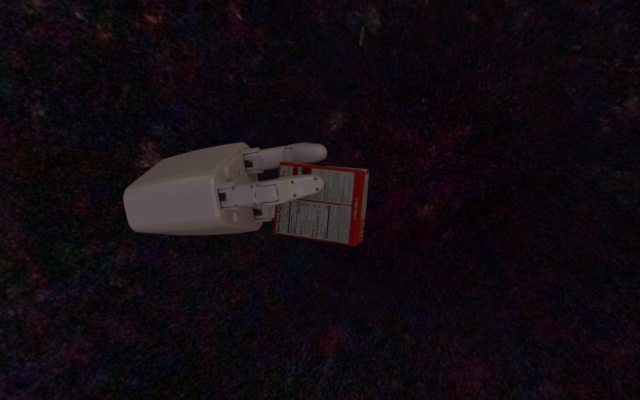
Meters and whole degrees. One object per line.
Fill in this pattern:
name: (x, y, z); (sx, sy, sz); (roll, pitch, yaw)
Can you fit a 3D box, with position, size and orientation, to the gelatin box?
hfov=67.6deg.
gelatin box: (0.000, 0.002, 0.471); (0.089, 0.073, 0.030); (7, 7, 19)
